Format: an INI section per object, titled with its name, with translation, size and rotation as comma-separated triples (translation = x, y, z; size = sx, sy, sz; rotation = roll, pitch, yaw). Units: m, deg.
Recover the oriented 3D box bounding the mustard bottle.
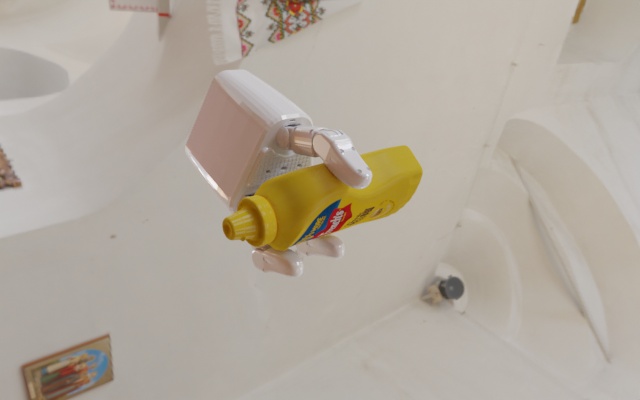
[mustard bottle]
translation = 0.000, 0.002, 0.427
size = 0.191, 0.058, 0.096
rotation = -15, -20, -38
